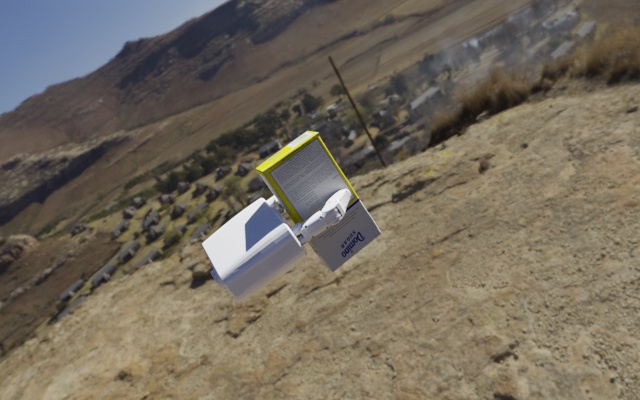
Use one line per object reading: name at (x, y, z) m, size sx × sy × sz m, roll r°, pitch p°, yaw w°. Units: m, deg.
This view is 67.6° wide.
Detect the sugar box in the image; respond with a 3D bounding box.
sugar box at (0.000, 0.002, 0.660) m, size 0.093 × 0.176 × 0.048 m, roll -37°, pitch 22°, yaw -10°
